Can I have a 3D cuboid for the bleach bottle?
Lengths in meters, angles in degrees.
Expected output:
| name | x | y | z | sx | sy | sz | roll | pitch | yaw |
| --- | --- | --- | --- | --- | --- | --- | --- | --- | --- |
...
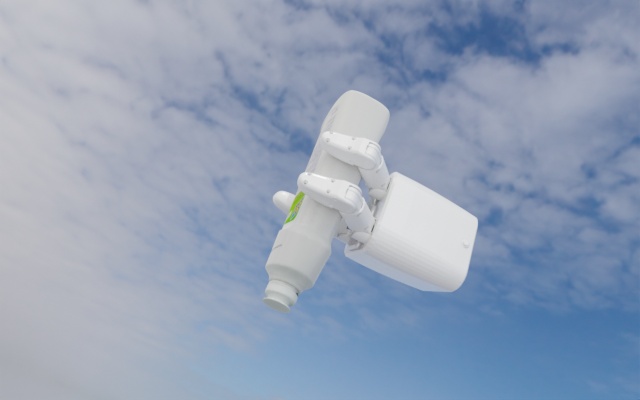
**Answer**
| name | x | y | z | sx | sy | sz | roll | pitch | yaw |
| --- | --- | --- | --- | --- | --- | --- | --- | --- | --- |
| bleach bottle | 0.000 | 0.002 | 0.511 | 0.068 | 0.250 | 0.103 | 27 | -30 | -6 |
